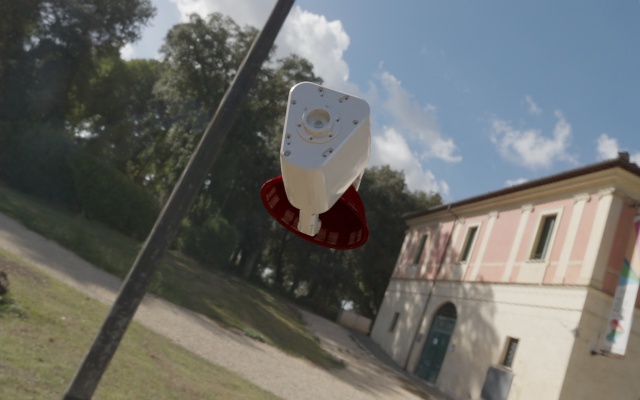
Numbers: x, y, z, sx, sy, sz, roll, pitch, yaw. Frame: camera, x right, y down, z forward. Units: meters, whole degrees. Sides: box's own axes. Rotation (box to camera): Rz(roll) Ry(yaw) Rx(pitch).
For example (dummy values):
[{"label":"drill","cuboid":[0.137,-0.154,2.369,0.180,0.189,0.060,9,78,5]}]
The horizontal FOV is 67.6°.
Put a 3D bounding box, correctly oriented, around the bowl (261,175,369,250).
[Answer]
[{"label":"bowl","cuboid":[0.000,0.002,0.670,0.162,0.055,0.162,19,-31,12]}]
